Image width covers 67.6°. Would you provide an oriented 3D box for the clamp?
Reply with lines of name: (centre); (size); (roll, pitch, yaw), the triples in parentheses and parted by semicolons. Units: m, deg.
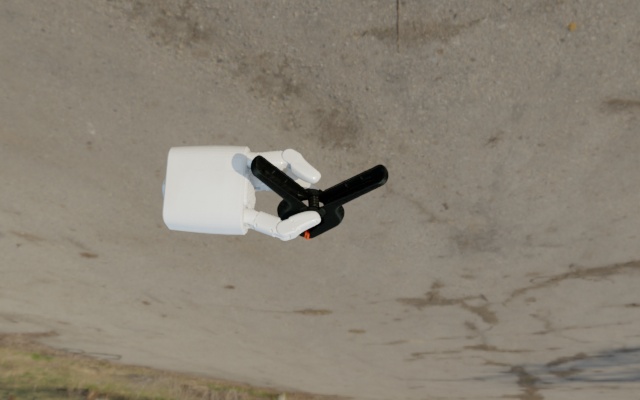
clamp: (0.000, 0.003, 0.645); (0.164, 0.036, 0.210); (2, -26, 1)
